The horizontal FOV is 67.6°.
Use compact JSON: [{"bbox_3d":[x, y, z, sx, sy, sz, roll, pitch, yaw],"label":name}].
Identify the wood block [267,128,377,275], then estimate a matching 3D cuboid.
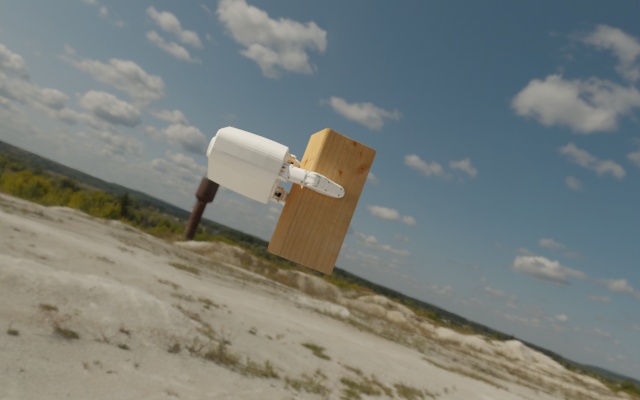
[{"bbox_3d":[0.000,0.002,0.759,0.090,0.206,0.091,23,-7,-17],"label":"wood block"}]
